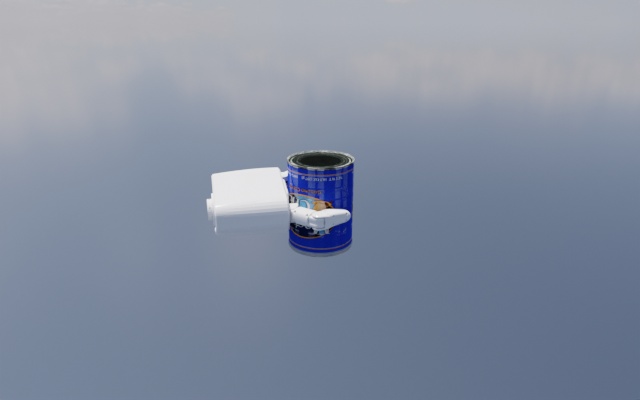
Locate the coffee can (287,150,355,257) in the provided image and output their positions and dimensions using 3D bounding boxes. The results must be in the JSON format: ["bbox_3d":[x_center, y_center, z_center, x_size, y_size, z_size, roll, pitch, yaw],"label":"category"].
[{"bbox_3d":[0.000,0.003,0.741,0.103,0.140,0.102,0,21,0],"label":"coffee can"}]
